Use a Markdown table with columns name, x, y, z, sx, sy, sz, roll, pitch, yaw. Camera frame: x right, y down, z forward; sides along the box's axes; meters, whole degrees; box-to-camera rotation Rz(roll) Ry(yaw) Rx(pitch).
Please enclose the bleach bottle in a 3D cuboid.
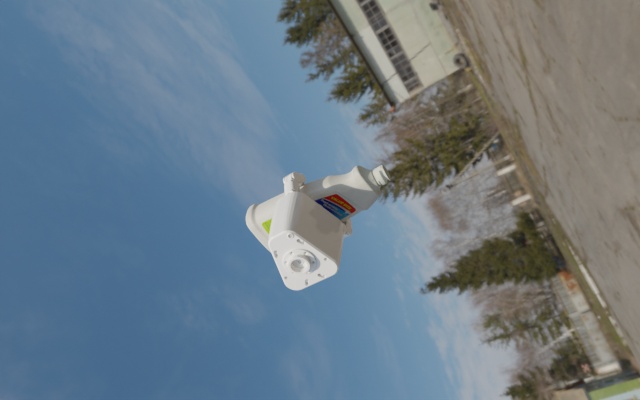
| name | x | y | z | sx | sy | sz | roll | pitch | yaw |
| --- | --- | --- | --- | --- | --- | --- | --- | --- | --- |
| bleach bottle | 0.000 | 0.003 | 0.825 | 0.251 | 0.103 | 0.068 | -28 | 28 | 20 |
